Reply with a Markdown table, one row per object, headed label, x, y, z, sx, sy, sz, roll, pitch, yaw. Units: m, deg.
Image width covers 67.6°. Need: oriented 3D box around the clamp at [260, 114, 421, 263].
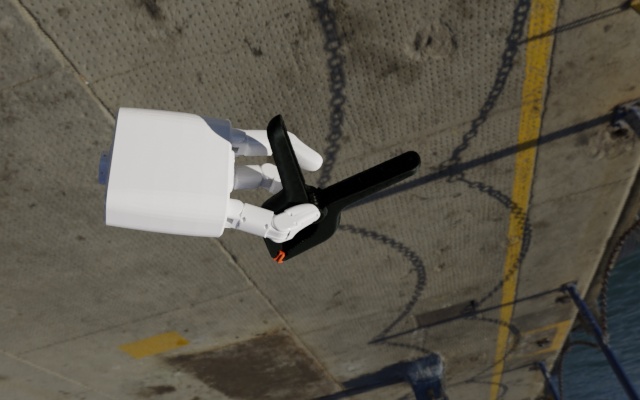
| label | x | y | z | sx | sy | sz | roll | pitch | yaw |
| --- | --- | --- | --- | --- | --- | --- | --- | --- | --- |
| clamp | 0.000 | 0.003 | 0.519 | 0.164 | 0.036 | 0.210 | 7 | -42 | -19 |
